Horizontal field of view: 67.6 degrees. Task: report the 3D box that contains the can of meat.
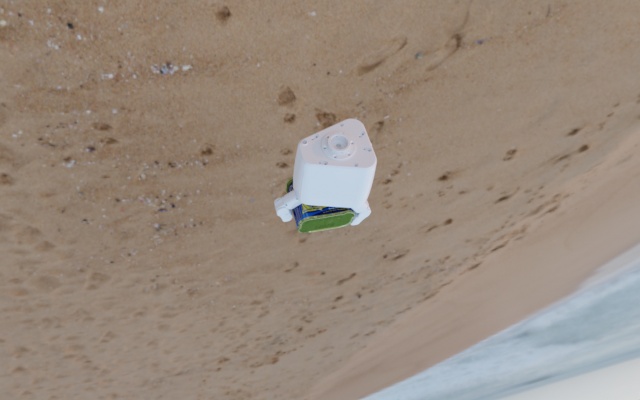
[{"bbox_3d":[0.000,0.003,0.801,0.102,0.084,0.057,-9,-28,-14],"label":"can of meat"}]
